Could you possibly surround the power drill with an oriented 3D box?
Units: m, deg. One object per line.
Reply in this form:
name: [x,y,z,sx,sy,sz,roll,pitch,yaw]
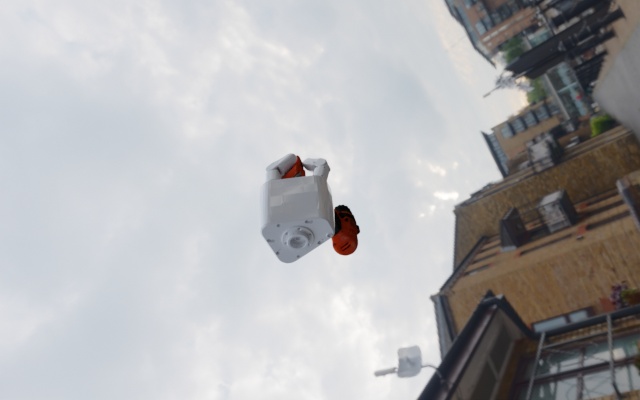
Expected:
power drill: [0.000,0.003,0.898,0.057,0.188,0.184,-42,14,11]
